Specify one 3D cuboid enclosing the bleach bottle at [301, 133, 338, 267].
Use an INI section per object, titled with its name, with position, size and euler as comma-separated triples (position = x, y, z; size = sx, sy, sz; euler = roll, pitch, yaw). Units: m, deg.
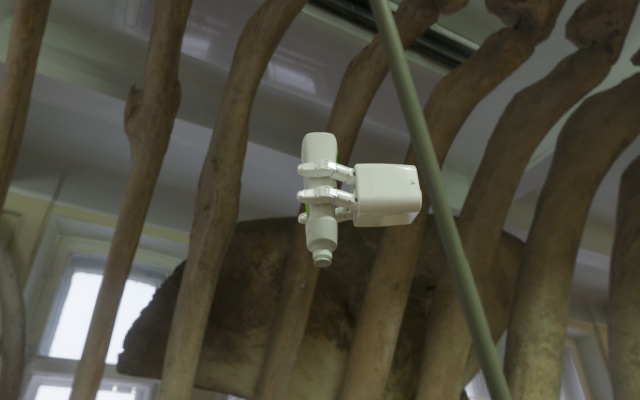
[bleach bottle]
position = 0.000, 0.003, 0.844
size = 0.068, 0.250, 0.103
euler = 0, -34, -2
